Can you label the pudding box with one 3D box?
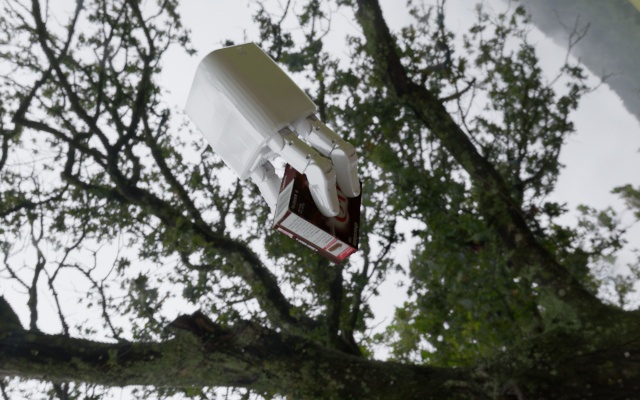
[{"bbox_3d":[0.000,0.002,0.524,0.090,0.113,0.039,31,-48,-20],"label":"pudding box"}]
